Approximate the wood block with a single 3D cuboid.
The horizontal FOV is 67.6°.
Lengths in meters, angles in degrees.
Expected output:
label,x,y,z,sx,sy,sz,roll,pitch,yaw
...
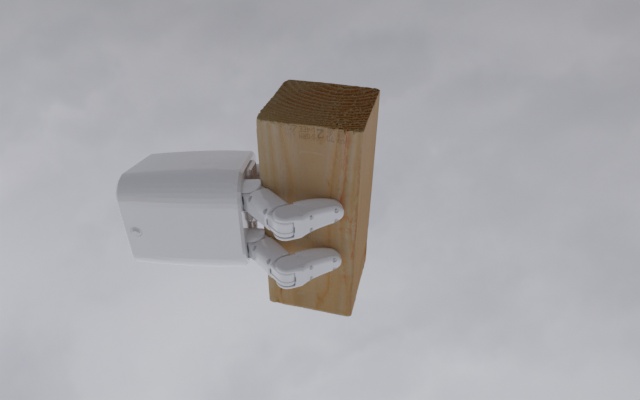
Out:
label,x,y,z,sx,sy,sz,roll,pitch,yaw
wood block,0.000,0.001,0.459,0.090,0.206,0.090,8,37,10
